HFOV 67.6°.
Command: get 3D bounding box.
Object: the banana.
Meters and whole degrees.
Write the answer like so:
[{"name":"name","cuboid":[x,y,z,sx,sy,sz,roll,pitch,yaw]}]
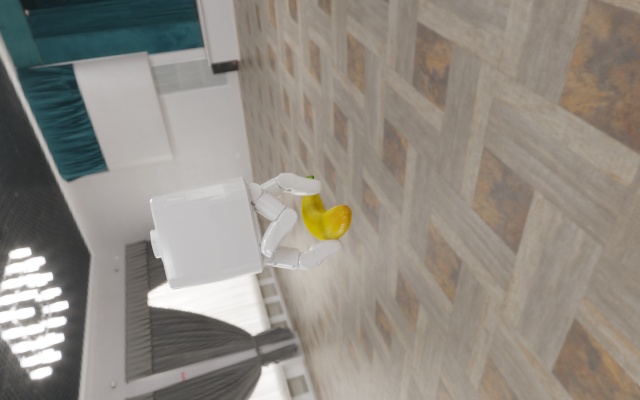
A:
[{"name":"banana","cuboid":[0.002,0.019,0.629,0.037,0.070,0.197,-12,16,-13]}]
